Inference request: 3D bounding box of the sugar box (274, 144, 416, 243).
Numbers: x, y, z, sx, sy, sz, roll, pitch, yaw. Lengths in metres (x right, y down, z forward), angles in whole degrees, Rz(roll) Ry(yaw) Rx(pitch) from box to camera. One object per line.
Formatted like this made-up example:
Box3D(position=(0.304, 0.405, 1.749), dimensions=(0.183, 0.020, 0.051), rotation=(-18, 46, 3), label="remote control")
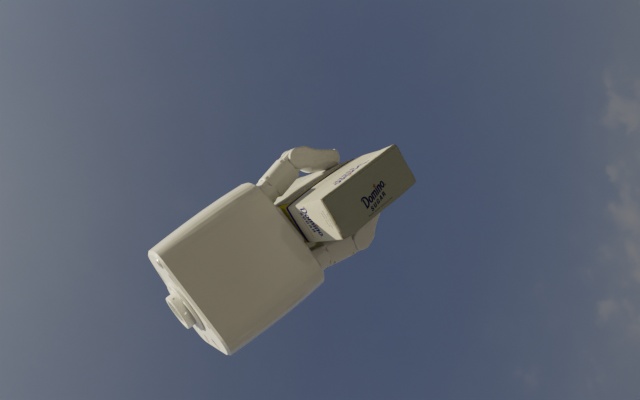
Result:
Box3D(position=(0.000, 0.002, 0.462), dimensions=(0.093, 0.048, 0.176), rotation=(-37, 14, -27), label="sugar box")
